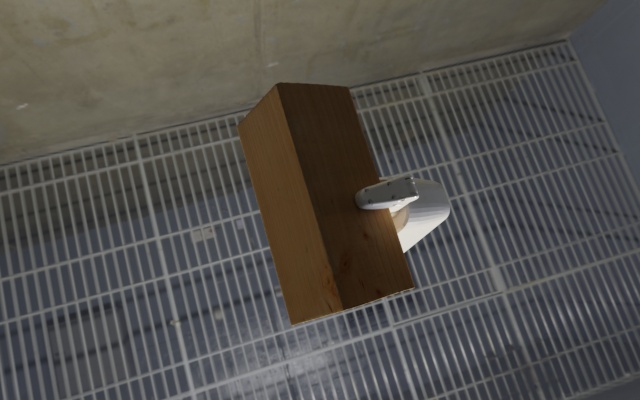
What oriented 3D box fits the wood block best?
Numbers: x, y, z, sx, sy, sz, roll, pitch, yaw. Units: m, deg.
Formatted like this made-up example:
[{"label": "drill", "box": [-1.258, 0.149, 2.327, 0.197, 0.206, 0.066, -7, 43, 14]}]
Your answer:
[{"label": "wood block", "box": [0.001, 0.001, 0.460, 0.090, 0.206, 0.091, -8, -15, -39]}]
